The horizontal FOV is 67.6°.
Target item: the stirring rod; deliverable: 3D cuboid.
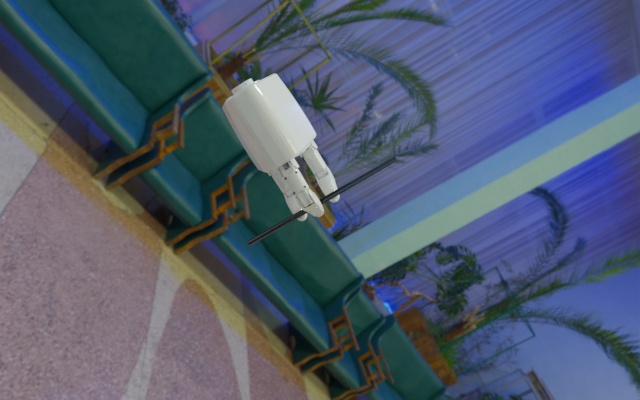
[{"bbox_3d":[0.000,0.002,0.670,0.239,0.011,0.011,-30,-5,8],"label":"stirring rod"}]
